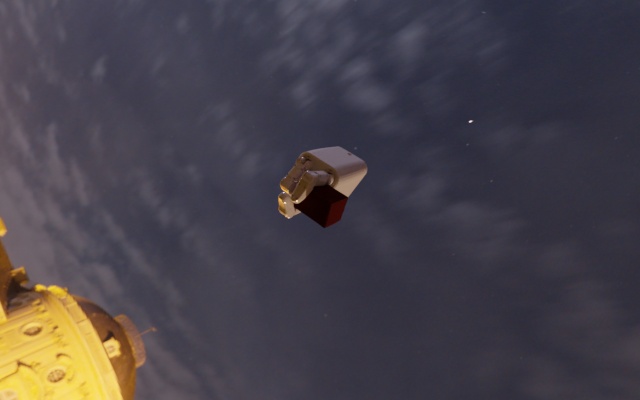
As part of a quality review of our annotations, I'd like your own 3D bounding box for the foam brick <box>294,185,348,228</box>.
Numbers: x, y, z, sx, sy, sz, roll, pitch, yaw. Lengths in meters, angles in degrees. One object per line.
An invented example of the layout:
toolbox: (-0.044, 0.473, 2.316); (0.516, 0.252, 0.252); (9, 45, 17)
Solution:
foam brick: (0.000, 0.003, 0.849); (0.078, 0.053, 0.051); (34, 31, 28)
